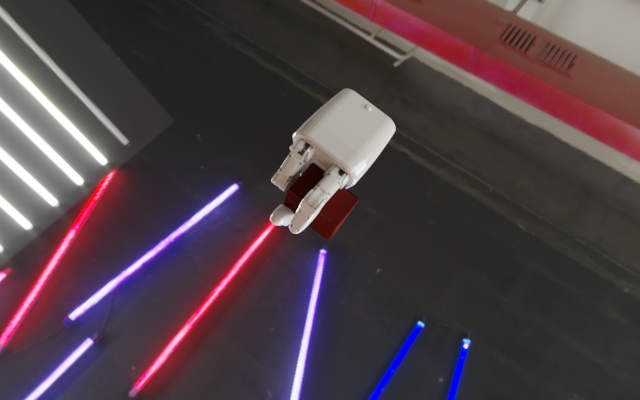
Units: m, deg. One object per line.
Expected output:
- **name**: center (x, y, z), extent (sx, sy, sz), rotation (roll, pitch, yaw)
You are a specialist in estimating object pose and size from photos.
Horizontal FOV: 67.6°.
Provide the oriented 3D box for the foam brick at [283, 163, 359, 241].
- **foam brick**: center (0.000, 0.002, 0.608), extent (0.078, 0.051, 0.053), rotation (39, -27, 6)
